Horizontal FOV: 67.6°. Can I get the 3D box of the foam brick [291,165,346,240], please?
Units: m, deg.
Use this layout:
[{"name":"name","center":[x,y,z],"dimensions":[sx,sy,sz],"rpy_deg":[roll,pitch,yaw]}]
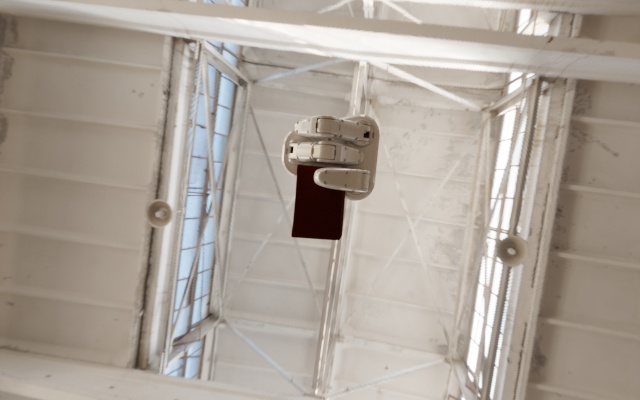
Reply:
[{"name":"foam brick","center":[0.000,0.002,0.521],"dimensions":[0.053,0.078,0.051],"rpy_deg":[6,2,5]}]
